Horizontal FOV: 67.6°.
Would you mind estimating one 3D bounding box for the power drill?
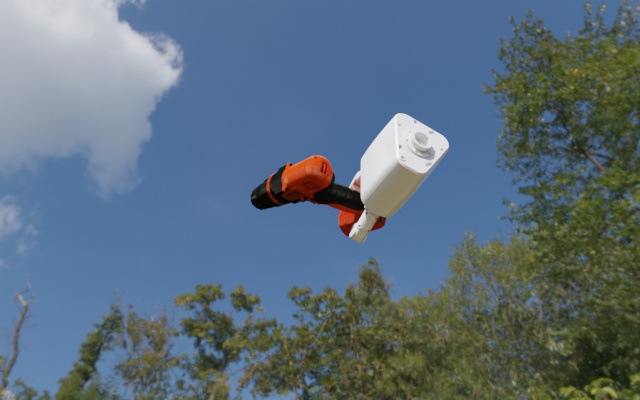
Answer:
[{"bbox_3d":[0.001,0.003,0.772,0.188,0.057,0.184,23,-27,-32],"label":"power drill"}]
